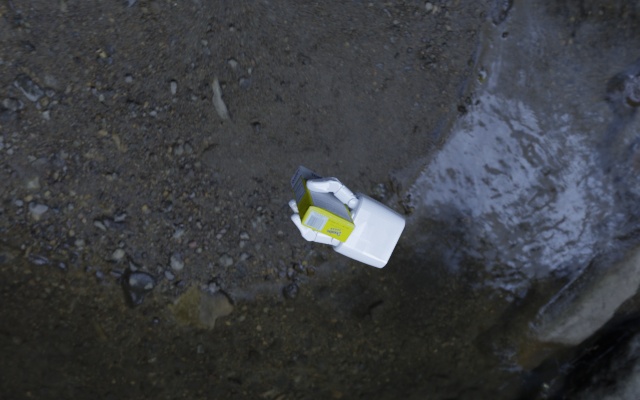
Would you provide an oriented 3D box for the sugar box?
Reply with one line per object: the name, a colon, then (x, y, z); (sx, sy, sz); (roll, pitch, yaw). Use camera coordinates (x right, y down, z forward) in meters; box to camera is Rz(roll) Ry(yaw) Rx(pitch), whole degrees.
sugar box: (0.000, 0.003, 0.891); (0.093, 0.048, 0.176); (25, 18, -20)
